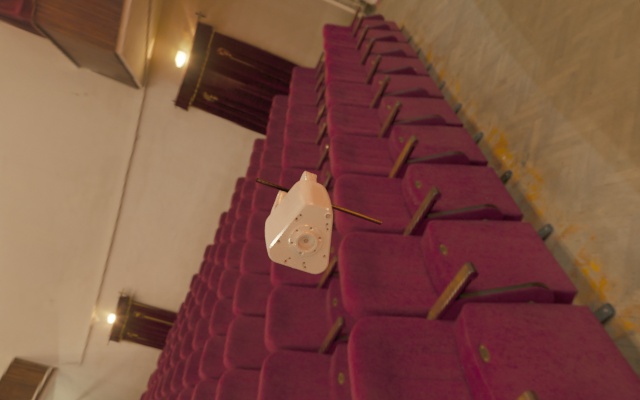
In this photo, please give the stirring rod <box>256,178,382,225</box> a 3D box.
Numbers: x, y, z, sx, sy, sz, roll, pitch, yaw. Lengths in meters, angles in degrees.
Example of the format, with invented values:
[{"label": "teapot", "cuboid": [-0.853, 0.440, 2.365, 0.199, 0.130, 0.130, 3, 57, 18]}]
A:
[{"label": "stirring rod", "cuboid": [0.000, 0.003, 0.853, 0.239, 0.011, 0.011, 19, -4, -12]}]
